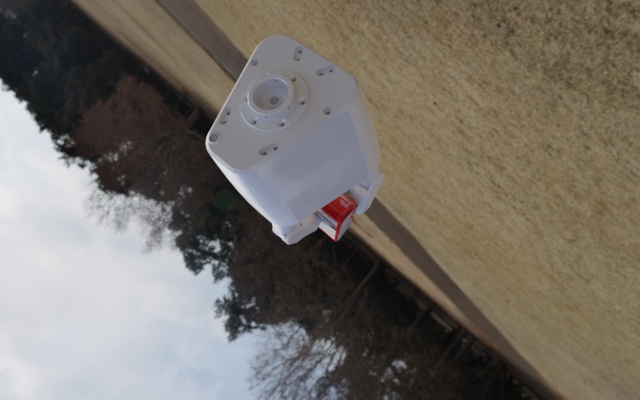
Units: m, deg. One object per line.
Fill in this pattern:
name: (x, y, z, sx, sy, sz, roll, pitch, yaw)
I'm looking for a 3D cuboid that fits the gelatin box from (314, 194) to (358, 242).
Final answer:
gelatin box: (0.000, 0.002, 0.501, 0.073, 0.030, 0.089, 40, -13, 10)
